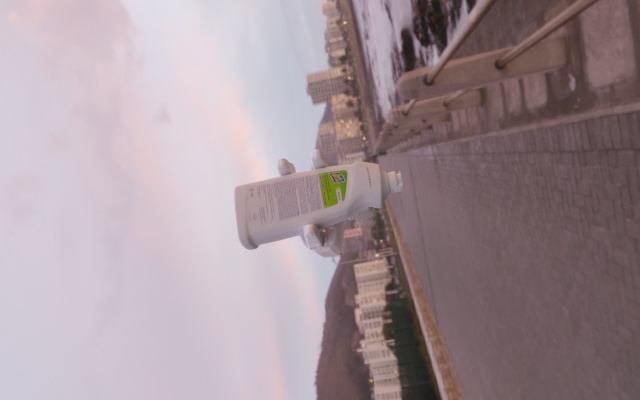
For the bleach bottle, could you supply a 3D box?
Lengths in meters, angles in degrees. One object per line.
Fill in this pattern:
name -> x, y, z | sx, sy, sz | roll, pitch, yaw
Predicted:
bleach bottle -> 0.000, 0.002, 0.721 | 0.251, 0.102, 0.068 | -11, -18, 7
